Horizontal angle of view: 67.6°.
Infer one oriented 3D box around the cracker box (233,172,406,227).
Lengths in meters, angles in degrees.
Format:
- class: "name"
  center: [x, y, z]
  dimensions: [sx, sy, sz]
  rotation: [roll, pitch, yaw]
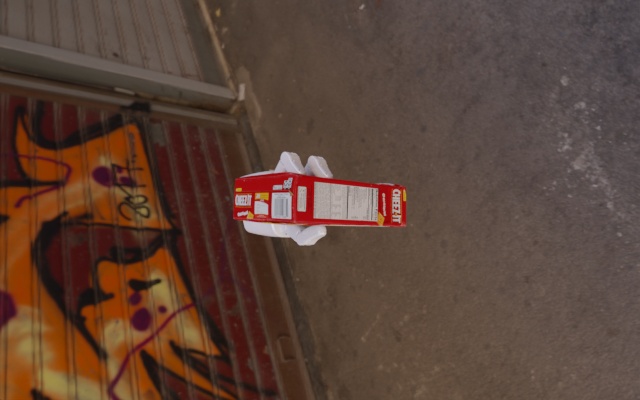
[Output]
- class: "cracker box"
  center: [0.000, 0.003, 0.729]
  dimensions: [0.214, 0.072, 0.164]
  rotation: [4, -3, -38]
